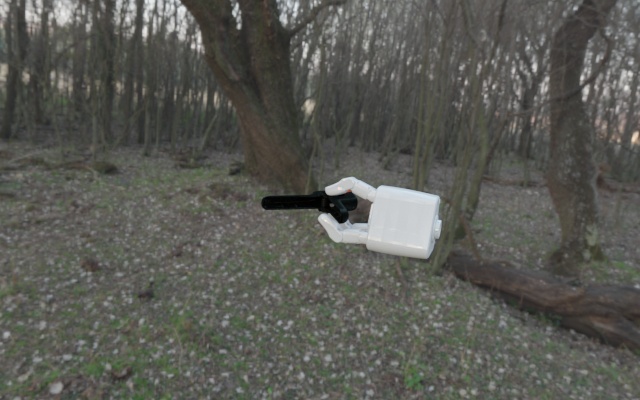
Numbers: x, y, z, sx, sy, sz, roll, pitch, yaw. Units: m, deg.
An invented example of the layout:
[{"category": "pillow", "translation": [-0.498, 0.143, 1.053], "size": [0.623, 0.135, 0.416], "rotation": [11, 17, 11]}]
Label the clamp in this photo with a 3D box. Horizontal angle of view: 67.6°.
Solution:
[{"category": "clamp", "translation": [0.001, 0.002, 0.887], "size": [0.164, 0.036, 0.210], "rotation": [9, 11, 19]}]
